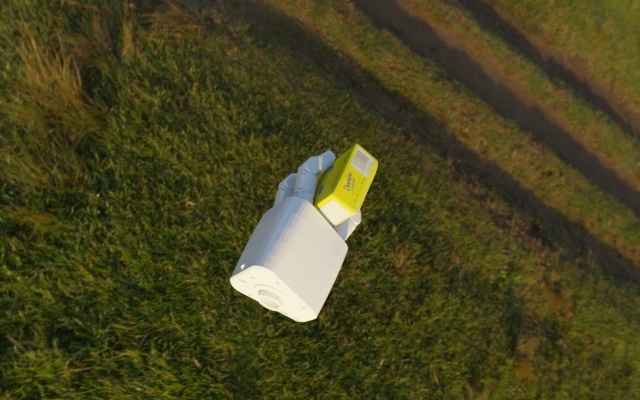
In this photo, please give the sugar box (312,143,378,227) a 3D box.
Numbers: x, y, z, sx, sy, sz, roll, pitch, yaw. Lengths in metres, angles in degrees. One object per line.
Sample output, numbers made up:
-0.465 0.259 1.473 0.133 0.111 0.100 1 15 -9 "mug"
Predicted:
0.000 0.002 0.647 0.048 0.093 0.176 38 -37 -16 "sugar box"
